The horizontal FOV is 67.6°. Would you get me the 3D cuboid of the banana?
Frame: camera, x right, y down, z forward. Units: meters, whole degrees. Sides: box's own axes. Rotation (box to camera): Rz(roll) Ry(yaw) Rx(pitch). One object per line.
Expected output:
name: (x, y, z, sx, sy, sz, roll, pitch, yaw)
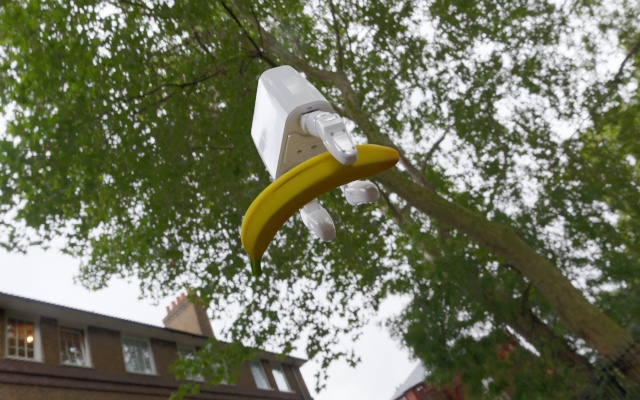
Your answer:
banana: (-0.011, -0.007, 0.483, 0.070, 0.198, 0.037, 51, 1, -43)
